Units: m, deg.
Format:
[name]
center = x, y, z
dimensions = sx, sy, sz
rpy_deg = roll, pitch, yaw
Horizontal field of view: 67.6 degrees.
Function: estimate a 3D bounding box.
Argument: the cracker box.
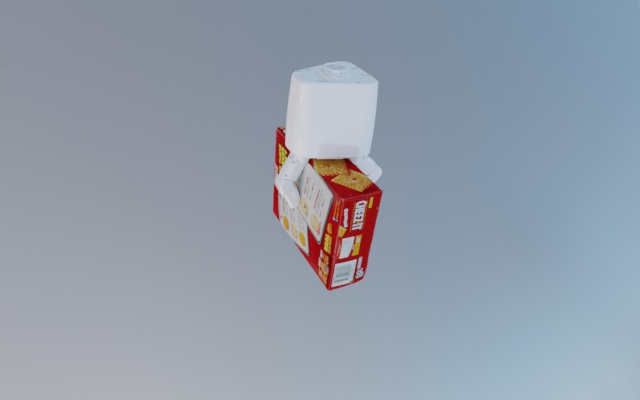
[cracker box]
center = 0.000, 0.003, 0.726
dimensions = 0.072, 0.164, 0.213
rpy_deg = -11, 38, -25
